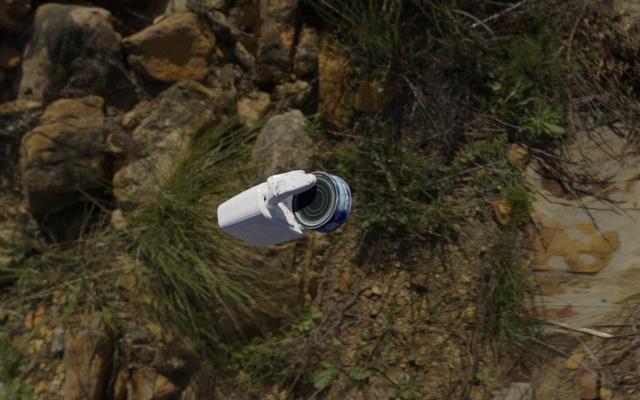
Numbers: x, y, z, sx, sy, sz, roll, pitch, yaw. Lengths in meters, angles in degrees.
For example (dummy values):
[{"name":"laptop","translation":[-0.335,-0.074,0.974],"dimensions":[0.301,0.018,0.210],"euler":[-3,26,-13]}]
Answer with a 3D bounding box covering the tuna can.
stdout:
[{"name":"tuna can","translation":[0.000,0.002,0.686],"dimensions":[0.086,0.086,0.034],"euler":[0,-11,38]}]
